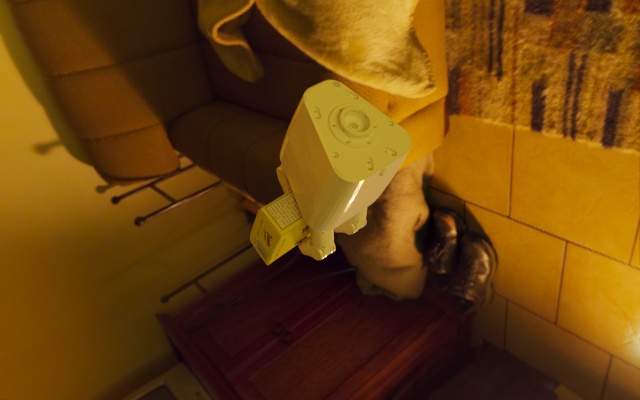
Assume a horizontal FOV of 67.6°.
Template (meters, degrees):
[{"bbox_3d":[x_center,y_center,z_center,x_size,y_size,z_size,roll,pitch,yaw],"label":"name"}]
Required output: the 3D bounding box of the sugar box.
[{"bbox_3d":[0.000,0.002,0.578,0.176,0.048,0.093,-31,-14,-27],"label":"sugar box"}]
